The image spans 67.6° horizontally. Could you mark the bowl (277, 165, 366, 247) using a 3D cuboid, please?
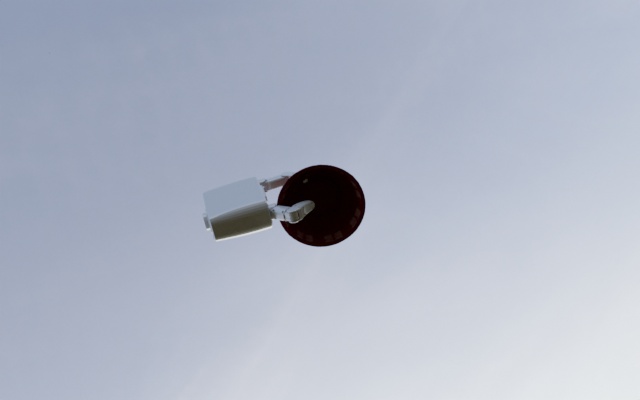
[{"bbox_3d":[0.001,0.003,0.886,0.162,0.162,0.055,0,22,-4],"label":"bowl"}]
